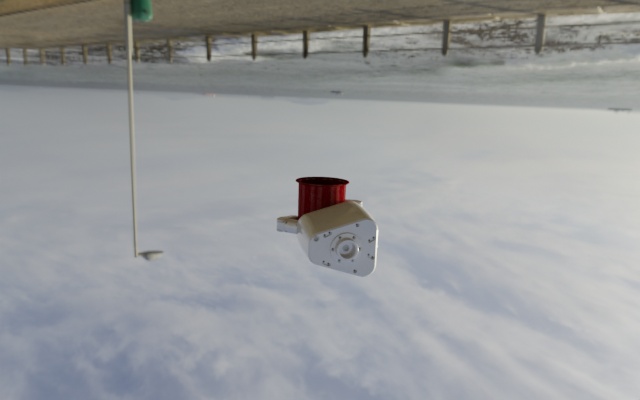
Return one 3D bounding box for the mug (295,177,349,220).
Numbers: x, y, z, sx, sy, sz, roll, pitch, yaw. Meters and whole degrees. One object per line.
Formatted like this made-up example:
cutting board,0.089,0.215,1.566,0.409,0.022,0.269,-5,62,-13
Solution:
mug,0.000,0.003,0.843,0.093,0.081,0.117,0,11,-9
